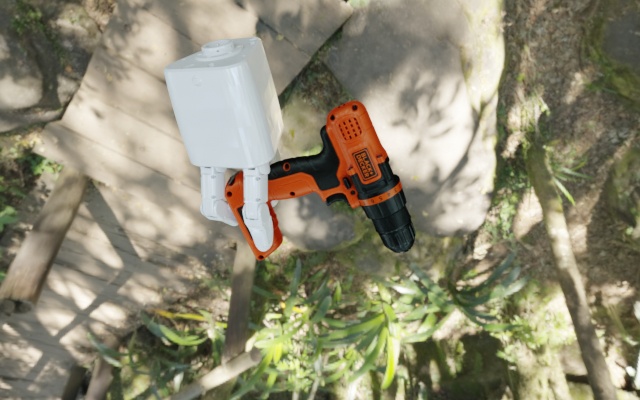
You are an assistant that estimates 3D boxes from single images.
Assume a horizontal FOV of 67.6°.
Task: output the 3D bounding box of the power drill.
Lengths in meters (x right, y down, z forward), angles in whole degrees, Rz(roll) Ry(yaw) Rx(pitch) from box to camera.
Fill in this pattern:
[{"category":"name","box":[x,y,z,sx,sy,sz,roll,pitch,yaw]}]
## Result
[{"category":"power drill","box":[0.000,0.002,0.551,0.187,0.184,0.057,-22,13,11]}]
